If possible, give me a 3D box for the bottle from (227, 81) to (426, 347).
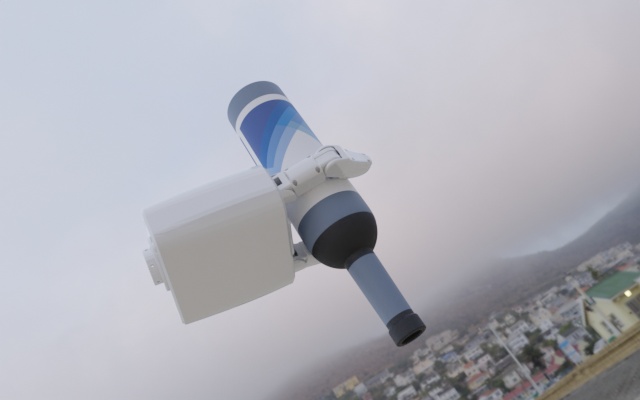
[{"bbox_3d":[0.000,0.001,0.444,0.069,0.295,0.069,-24,-33,-16],"label":"bottle"}]
